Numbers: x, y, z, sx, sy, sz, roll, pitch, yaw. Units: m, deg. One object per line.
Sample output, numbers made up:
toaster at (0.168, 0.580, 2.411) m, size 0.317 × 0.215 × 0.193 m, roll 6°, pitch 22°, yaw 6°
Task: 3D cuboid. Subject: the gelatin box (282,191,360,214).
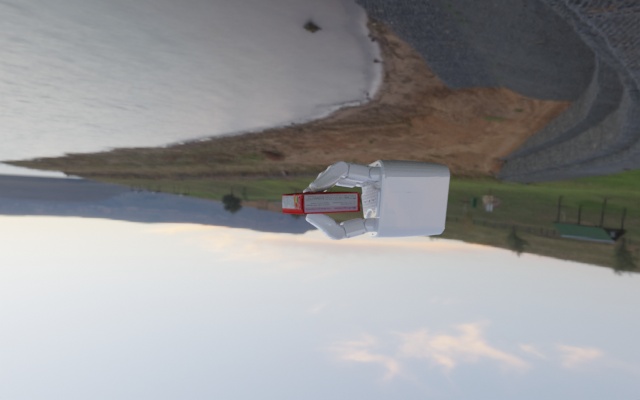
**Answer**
gelatin box at (0.000, 0.003, 0.665) m, size 0.089 × 0.030 × 0.073 m, roll -3°, pitch 2°, yaw -26°
